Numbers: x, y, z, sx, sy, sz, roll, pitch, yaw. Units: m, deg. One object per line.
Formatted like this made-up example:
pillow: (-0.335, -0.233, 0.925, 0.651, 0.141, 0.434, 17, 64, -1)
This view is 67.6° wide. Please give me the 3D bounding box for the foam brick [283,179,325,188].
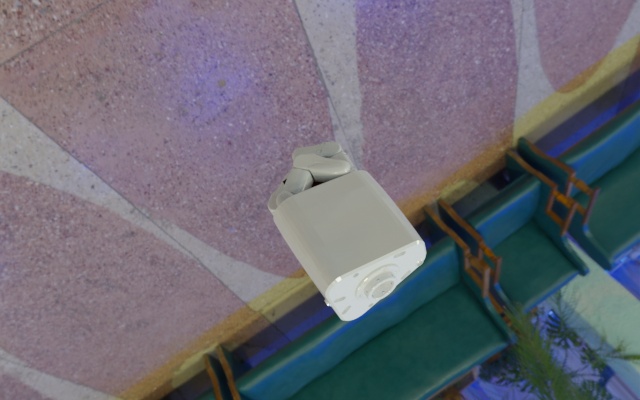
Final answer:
foam brick: (0.000, 0.002, 0.545, 0.053, 0.051, 0.078, -33, -37, -5)
